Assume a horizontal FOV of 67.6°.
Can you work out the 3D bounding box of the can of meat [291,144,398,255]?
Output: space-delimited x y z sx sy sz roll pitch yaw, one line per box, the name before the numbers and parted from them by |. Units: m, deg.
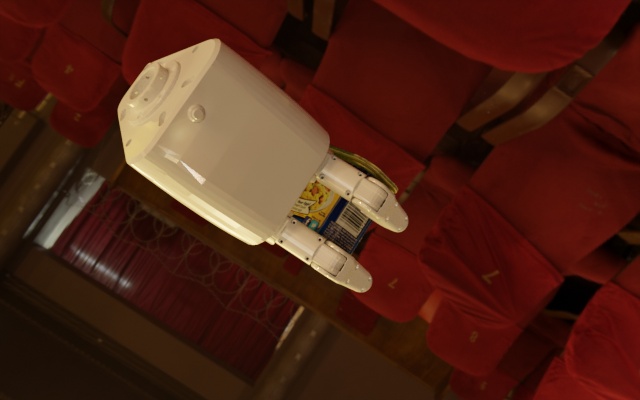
can of meat | 0.000 0.002 0.403 0.102 0.084 0.057 27 -9 47
